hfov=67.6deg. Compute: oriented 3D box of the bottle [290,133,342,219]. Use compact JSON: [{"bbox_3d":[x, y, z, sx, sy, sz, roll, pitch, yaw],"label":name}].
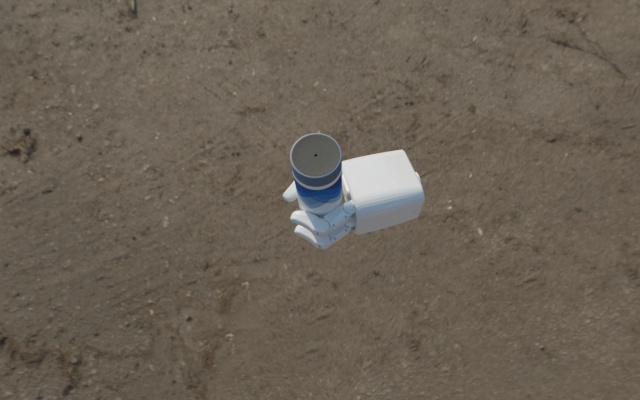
[{"bbox_3d":[0.000,0.002,0.739,0.069,0.069,0.296,0,-24,3],"label":"bottle"}]
